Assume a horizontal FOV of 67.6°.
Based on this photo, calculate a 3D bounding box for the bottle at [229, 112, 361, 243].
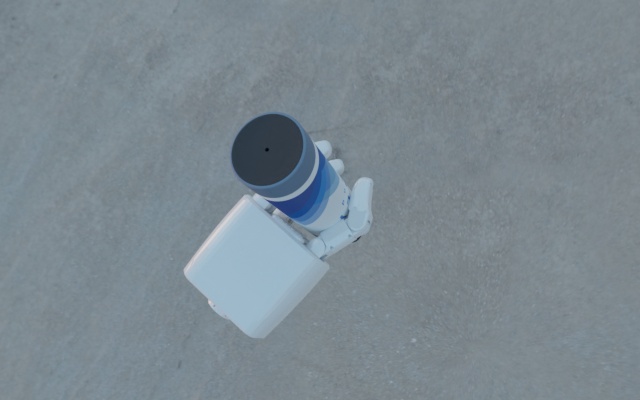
[{"bbox_3d":[0.000,0.002,0.513,0.069,0.069,0.296,0,-17,18],"label":"bottle"}]
